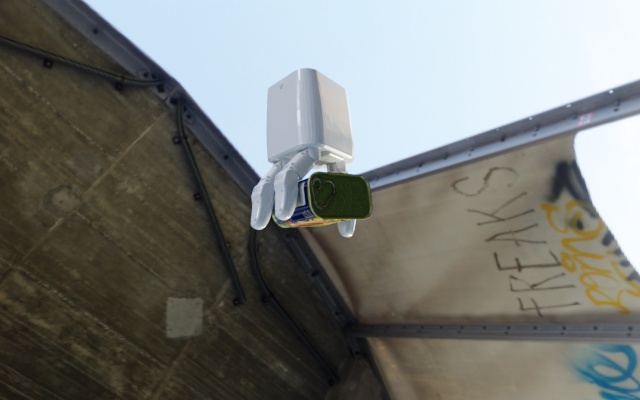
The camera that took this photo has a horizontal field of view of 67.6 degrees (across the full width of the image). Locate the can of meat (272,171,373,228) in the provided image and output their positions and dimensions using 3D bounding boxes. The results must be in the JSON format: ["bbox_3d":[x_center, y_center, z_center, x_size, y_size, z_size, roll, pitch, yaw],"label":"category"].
[{"bbox_3d":[0.000,0.002,0.603,0.102,0.057,0.084,1,-11,-41],"label":"can of meat"}]
